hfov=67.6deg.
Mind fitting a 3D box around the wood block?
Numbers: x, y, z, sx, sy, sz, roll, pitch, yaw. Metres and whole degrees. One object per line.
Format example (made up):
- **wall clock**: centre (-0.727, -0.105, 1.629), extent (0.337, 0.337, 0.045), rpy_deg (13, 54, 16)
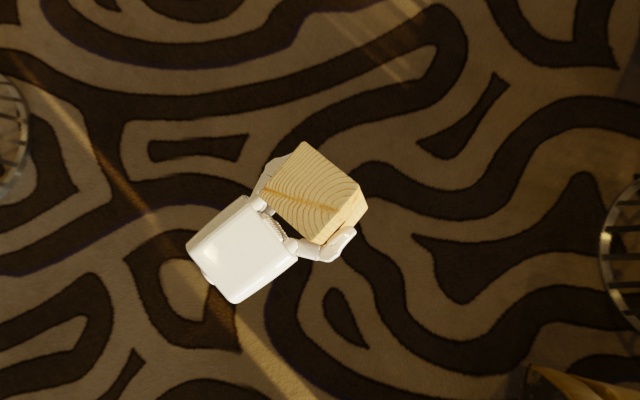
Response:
- **wood block**: centre (0.000, 0.003, 0.665), extent (0.091, 0.090, 0.206), rpy_deg (41, 0, 11)
